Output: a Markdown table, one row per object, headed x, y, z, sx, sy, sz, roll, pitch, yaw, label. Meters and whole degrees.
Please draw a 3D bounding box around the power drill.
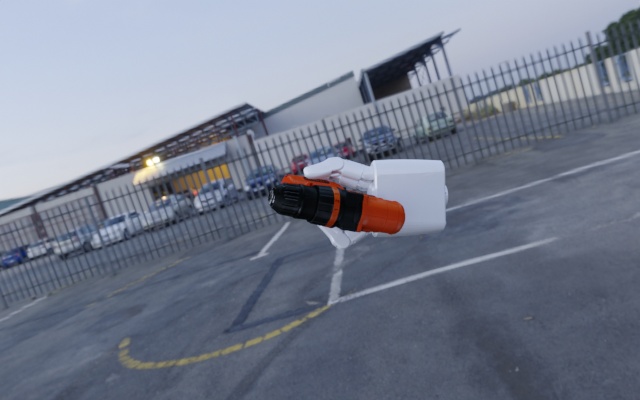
| x | y | z | sx | sy | sz | roll | pitch | yaw | label |
| --- | --- | --- | --- | --- | --- | --- | --- | --- | --- |
| 0.000 | 0.002 | 0.669 | 0.184 | 0.057 | 0.187 | 12 | 5 | -21 | power drill |
